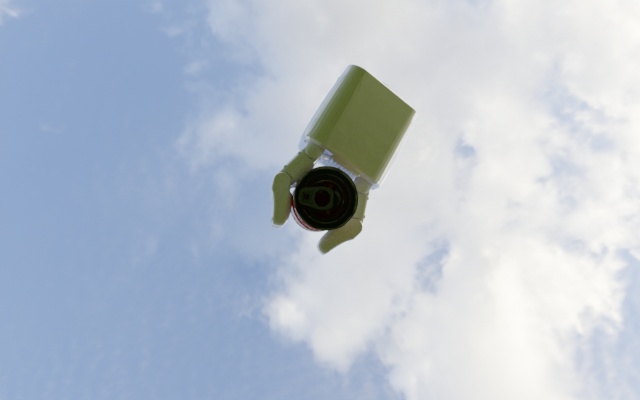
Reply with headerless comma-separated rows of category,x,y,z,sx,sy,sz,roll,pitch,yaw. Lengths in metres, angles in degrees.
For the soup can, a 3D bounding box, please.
soup can,0.000,0.002,0.545,0.068,0.068,0.102,0,-5,-7
